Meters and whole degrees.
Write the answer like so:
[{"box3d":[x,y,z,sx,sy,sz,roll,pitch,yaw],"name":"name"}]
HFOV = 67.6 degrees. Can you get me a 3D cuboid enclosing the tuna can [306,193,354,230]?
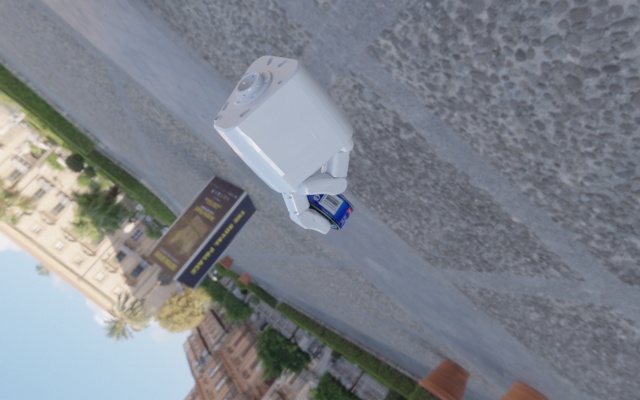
[{"box3d":[0.000,0.003,0.628,0.086,0.033,0.086,33,-10,7],"name":"tuna can"}]
